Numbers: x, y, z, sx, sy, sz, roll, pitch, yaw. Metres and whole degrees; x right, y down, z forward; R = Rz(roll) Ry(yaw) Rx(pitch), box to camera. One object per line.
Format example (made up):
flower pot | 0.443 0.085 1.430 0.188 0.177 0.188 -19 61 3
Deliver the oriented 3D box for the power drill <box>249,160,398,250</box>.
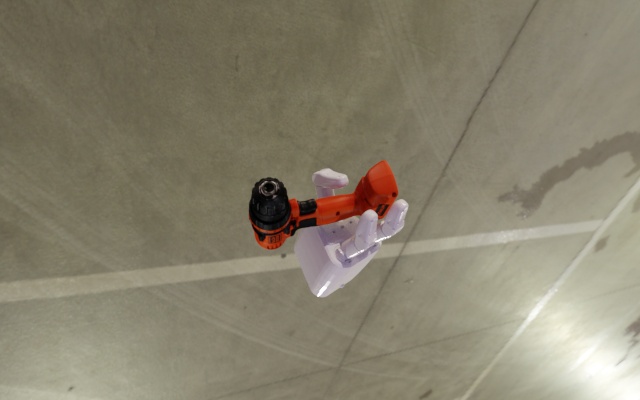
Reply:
power drill | 0.001 0.002 0.615 0.187 0.057 0.184 -13 -17 -10
